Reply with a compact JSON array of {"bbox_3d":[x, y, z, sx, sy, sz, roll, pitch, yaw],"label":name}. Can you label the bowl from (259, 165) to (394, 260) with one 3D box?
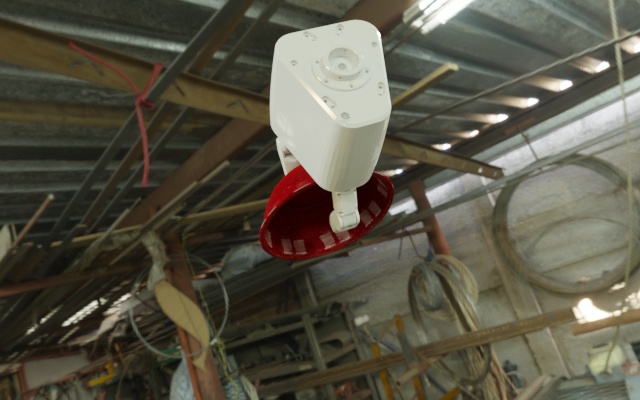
[{"bbox_3d":[0.000,0.002,0.549,0.162,0.055,0.162,-18,-33,-12],"label":"bowl"}]
